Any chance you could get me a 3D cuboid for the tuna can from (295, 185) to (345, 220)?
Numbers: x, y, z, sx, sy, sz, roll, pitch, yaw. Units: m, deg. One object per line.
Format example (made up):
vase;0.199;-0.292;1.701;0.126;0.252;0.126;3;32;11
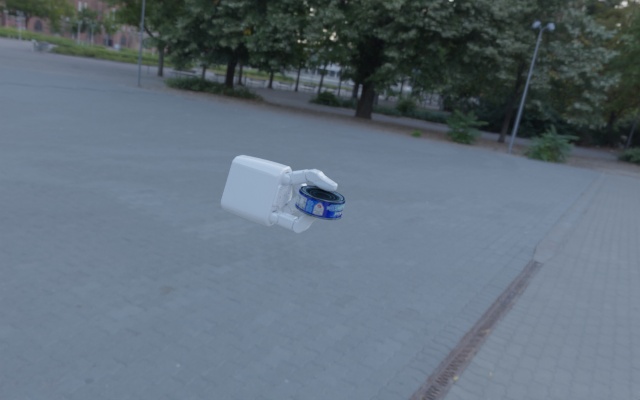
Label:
tuna can;0.000;0.002;0.843;0.086;0.034;0.086;14;16;-4
